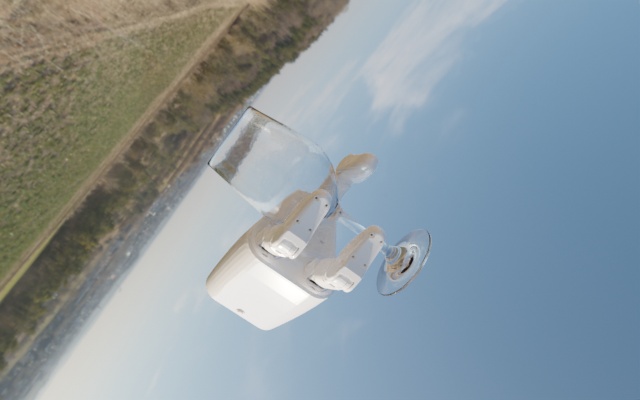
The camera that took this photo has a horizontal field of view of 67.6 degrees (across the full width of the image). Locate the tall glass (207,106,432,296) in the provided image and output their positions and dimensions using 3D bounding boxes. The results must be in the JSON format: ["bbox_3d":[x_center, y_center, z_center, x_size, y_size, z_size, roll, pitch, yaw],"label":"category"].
[{"bbox_3d":[0.001,0.002,0.427,0.201,0.079,0.079,36,-10,-14],"label":"tall glass"}]
